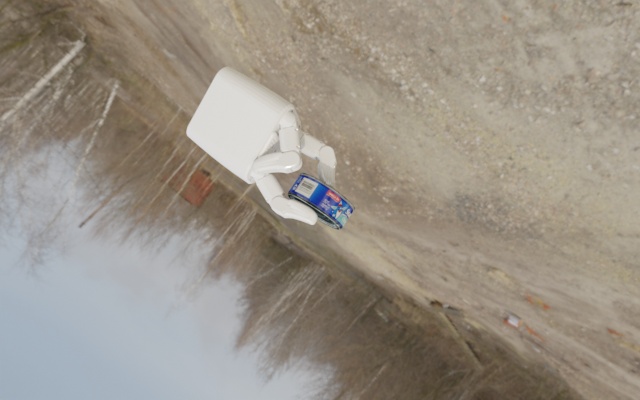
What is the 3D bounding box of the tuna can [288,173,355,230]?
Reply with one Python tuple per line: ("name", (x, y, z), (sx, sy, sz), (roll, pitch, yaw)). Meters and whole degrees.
("tuna can", (0.000, 0.003, 0.622), (0.086, 0.033, 0.086), (33, -9, 6))
